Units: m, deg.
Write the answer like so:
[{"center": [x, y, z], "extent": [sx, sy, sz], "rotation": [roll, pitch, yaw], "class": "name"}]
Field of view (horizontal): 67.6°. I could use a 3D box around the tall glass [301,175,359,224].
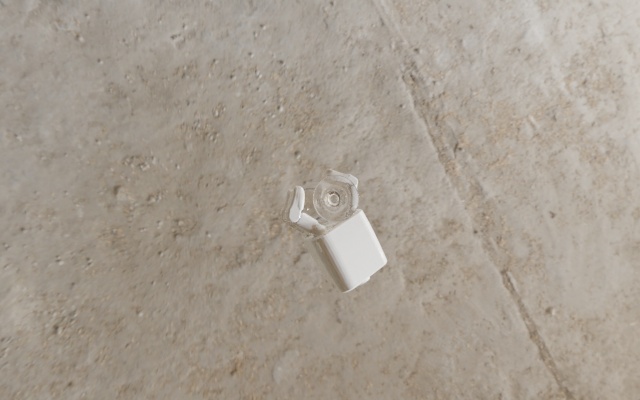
[{"center": [0.000, 0.003, 0.833], "extent": [0.079, 0.079, 0.201], "rotation": [0, -3, -15], "class": "tall glass"}]
